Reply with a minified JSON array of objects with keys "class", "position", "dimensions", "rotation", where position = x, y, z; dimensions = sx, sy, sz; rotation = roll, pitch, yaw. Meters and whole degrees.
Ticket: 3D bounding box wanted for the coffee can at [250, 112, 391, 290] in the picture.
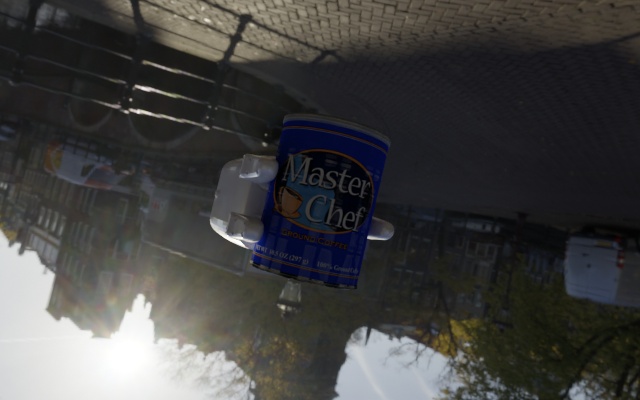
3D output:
[{"class":"coffee can","position":[0.000,0.001,0.445],"dimensions":[0.103,0.140,0.103],"rotation":[13,-3,1]}]
